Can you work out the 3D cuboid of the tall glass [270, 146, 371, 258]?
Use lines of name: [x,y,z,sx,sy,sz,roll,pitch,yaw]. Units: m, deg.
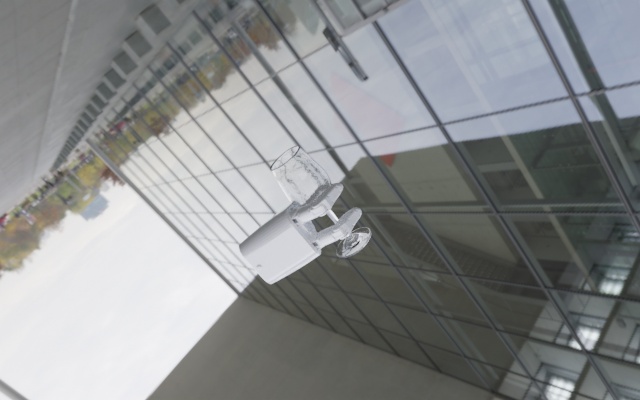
tall glass: [0.001,0.003,0.812,0.079,0.201,0.079,-33,21,15]
